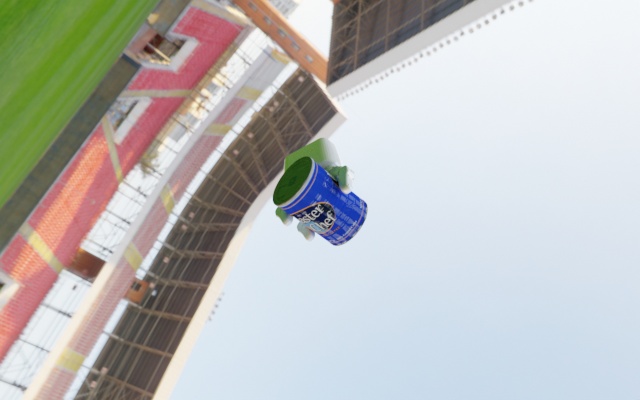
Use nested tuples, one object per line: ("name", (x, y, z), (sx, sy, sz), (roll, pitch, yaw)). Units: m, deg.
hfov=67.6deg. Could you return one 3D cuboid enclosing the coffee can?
("coffee can", (0.000, 0.003, 0.853), (0.140, 0.102, 0.103), (37, -19, -26))
